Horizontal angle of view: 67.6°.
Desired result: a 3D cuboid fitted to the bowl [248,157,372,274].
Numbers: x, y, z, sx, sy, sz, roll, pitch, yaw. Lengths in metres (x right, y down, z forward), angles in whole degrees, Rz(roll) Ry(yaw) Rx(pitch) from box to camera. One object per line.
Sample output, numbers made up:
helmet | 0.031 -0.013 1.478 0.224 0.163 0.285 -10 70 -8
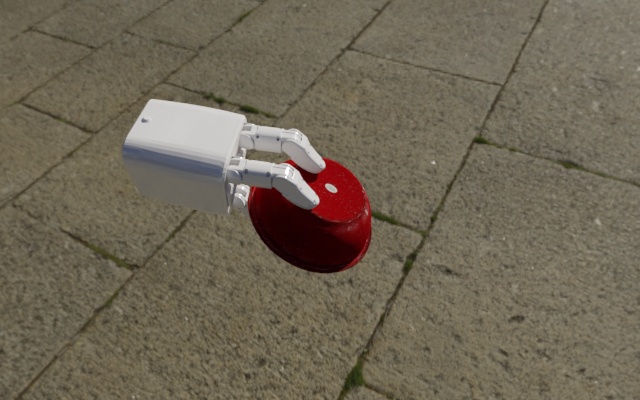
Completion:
bowl | 0.001 0.002 0.561 0.162 0.162 0.055 0 -35 -29
